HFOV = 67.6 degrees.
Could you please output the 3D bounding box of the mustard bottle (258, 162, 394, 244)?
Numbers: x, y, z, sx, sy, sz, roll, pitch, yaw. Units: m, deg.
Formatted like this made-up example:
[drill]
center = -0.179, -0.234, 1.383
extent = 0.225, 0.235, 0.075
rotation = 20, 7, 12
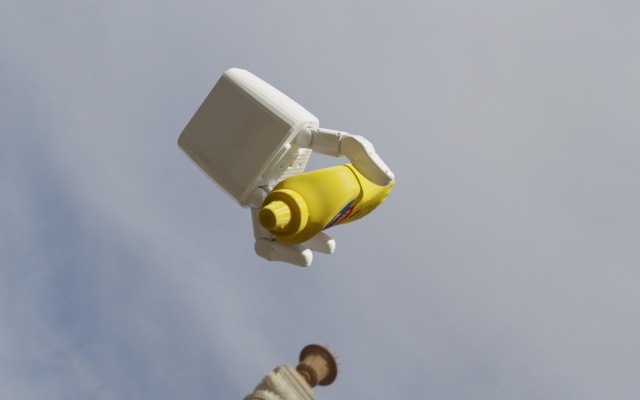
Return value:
[mustard bottle]
center = 0.000, 0.002, 0.466
extent = 0.096, 0.058, 0.191
rotation = -33, -8, 27
